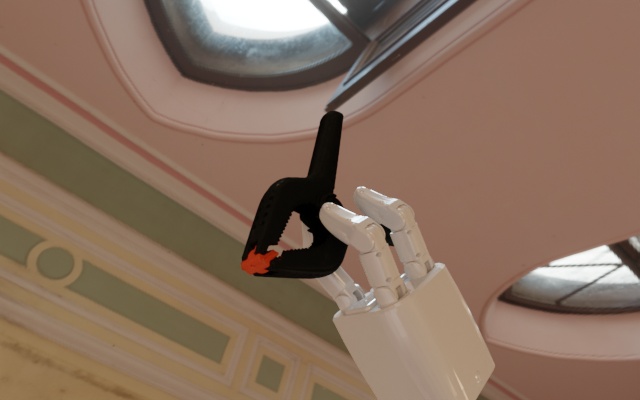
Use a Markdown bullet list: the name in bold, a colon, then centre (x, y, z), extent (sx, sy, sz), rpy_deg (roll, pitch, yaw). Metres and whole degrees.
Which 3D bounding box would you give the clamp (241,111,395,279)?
- **clamp**: centre (-0.001, 0.002, 0.449), extent (0.036, 0.164, 0.210), rpy_deg (-31, -3, 42)
